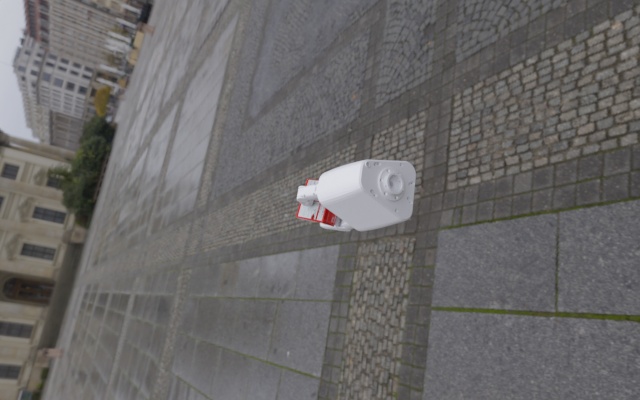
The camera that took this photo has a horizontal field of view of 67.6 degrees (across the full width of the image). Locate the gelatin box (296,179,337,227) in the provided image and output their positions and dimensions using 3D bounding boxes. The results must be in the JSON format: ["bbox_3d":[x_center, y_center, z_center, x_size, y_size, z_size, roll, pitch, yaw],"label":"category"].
[{"bbox_3d":[0.000,0.003,0.830,0.030,0.073,0.089,19,-6,-33],"label":"gelatin box"}]
